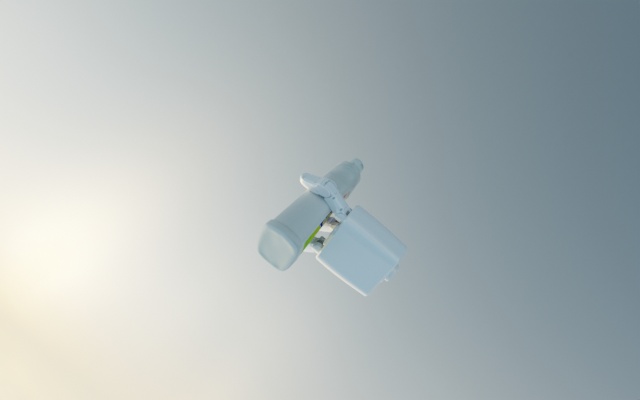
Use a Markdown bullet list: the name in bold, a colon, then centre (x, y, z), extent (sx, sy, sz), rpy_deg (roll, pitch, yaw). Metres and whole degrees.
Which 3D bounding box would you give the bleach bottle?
- **bleach bottle**: centre (0.000, 0.003, 0.790), extent (0.250, 0.068, 0.103), rpy_deg (-46, -8, -37)
